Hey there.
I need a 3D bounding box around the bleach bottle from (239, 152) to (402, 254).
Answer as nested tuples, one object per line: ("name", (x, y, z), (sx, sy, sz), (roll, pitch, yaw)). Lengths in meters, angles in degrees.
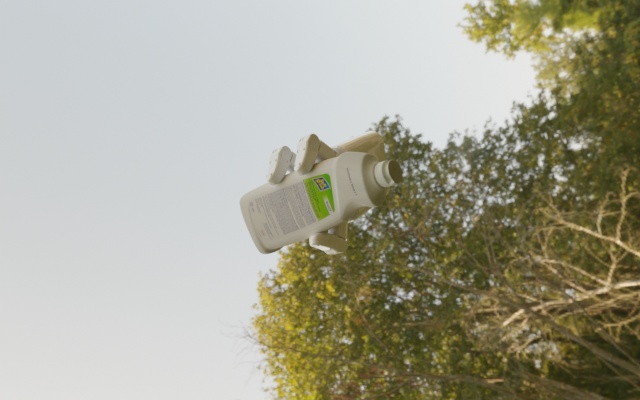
("bleach bottle", (0.000, 0.002, 0.638), (0.251, 0.102, 0.068), (-17, 9, 41))
